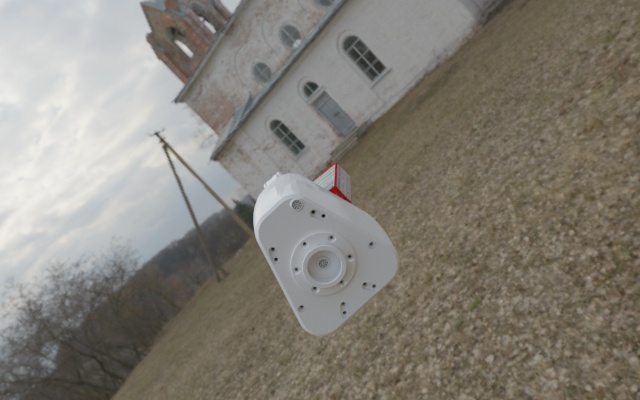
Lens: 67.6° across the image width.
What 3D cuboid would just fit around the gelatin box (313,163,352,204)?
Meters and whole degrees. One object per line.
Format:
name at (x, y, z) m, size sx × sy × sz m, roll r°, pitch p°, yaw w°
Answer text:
gelatin box at (0.000, 0.001, 0.540) m, size 0.073 × 0.030 × 0.089 m, roll -41°, pitch 15°, yaw 16°
